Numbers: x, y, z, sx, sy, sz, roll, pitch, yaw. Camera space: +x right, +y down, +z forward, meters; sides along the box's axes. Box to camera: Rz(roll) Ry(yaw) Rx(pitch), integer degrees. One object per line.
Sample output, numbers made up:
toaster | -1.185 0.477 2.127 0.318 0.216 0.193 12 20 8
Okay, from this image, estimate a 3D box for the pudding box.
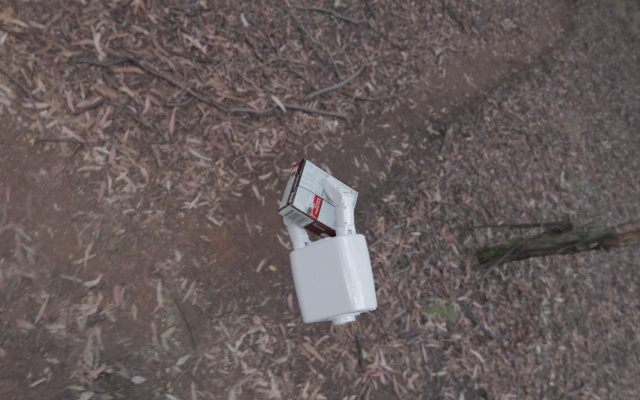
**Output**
pudding box | 0.000 0.002 0.729 0.113 0.090 0.039 32 -36 -25
